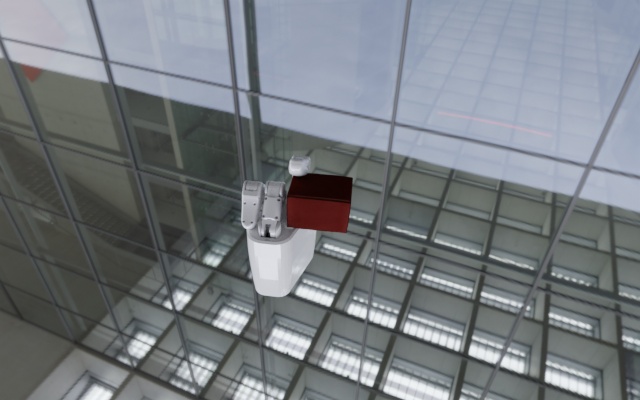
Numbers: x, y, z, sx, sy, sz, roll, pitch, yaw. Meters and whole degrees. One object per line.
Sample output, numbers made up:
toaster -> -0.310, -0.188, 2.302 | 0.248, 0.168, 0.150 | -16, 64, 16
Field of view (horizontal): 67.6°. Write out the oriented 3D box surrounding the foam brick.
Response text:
foam brick -> 0.000, 0.002, 0.596 | 0.078, 0.051, 0.053 | 6, 38, 5
